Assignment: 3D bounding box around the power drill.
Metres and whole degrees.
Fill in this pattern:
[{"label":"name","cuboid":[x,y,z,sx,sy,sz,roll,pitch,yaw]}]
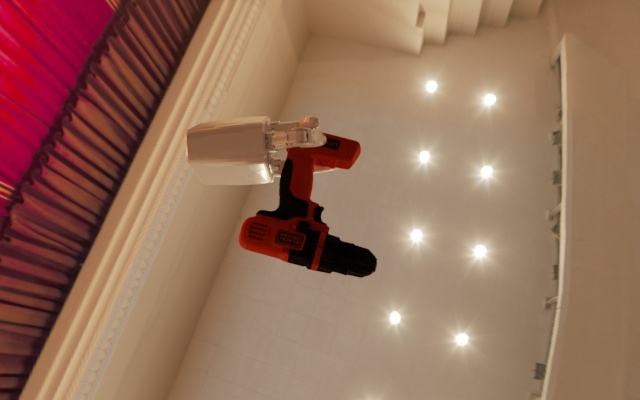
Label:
[{"label":"power drill","cuboid":[0.000,0.002,0.650,0.184,0.187,0.057,15,-22,-1]}]
